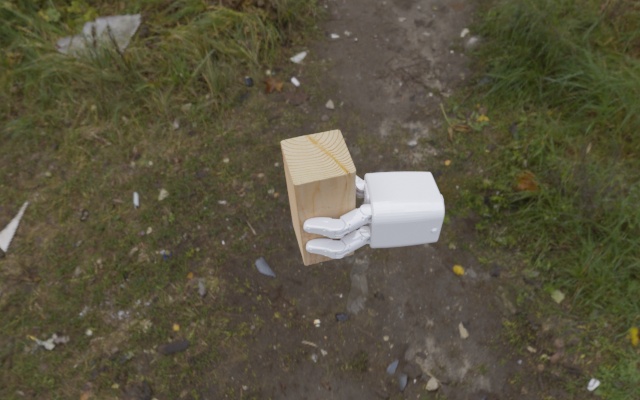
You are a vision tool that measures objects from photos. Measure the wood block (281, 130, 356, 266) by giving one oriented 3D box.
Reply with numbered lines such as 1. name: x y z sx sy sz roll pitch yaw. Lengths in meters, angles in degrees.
1. wood block: 0.000 0.002 0.741 0.090 0.090 0.206 -12 -39 -7
